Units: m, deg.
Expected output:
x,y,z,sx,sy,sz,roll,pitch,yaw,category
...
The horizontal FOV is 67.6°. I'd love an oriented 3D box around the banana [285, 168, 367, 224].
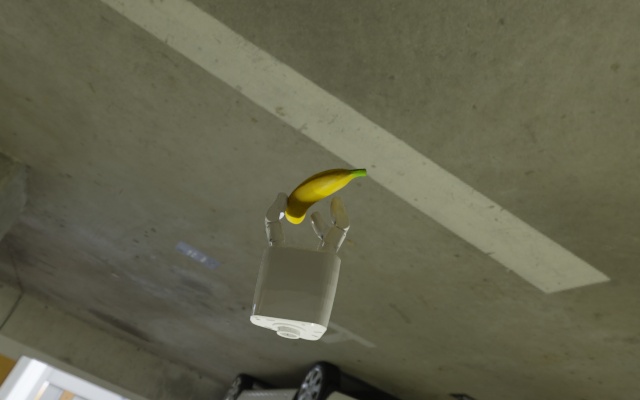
x,y,z,sx,sy,sz,roll,pitch,yaw,category
-0.014,-0.003,0.743,0.069,0.037,0.198,16,-30,-30,banana
